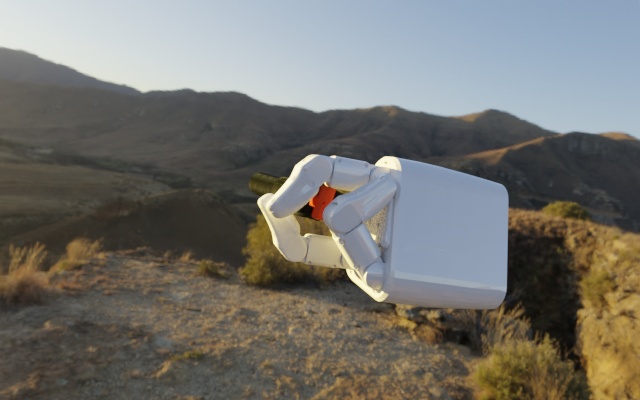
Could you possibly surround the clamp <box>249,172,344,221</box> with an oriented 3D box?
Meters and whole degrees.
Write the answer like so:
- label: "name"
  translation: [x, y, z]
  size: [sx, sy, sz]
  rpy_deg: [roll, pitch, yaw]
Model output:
- label: "clamp"
  translation: [0.000, 0.001, 0.457]
  size: [0.120, 0.039, 0.171]
  rpy_deg: [10, 4, -17]
